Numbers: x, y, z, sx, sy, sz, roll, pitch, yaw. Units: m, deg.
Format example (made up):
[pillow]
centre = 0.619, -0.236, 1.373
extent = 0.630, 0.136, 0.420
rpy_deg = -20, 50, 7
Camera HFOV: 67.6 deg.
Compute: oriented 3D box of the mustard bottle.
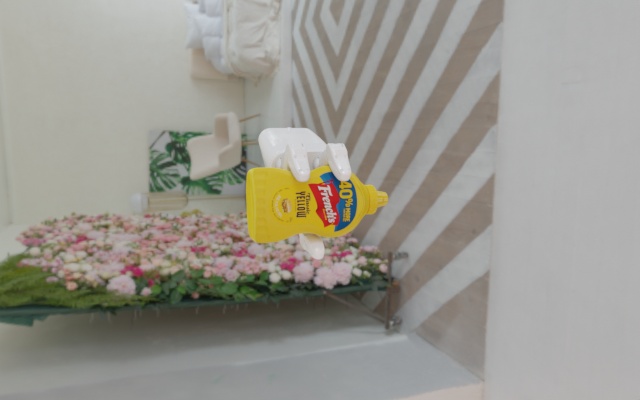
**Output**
[mustard bottle]
centre = 0.000, 0.002, 0.637
extent = 0.191, 0.096, 0.058
rpy_deg = -3, 4, -19
